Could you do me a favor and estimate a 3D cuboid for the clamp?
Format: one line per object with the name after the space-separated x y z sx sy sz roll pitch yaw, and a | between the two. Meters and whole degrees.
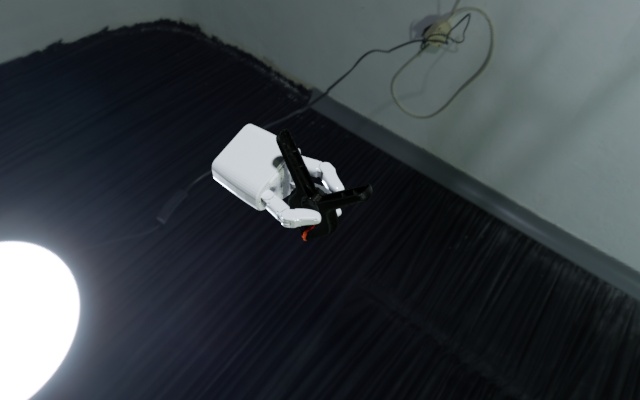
-0.001 0.003 0.738 0.164 0.210 0.036 32 56 22 | clamp
